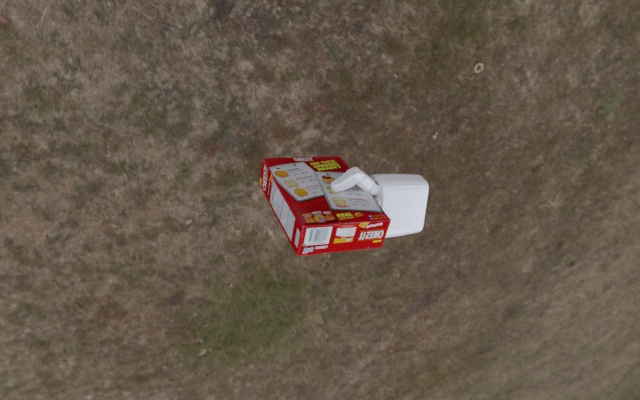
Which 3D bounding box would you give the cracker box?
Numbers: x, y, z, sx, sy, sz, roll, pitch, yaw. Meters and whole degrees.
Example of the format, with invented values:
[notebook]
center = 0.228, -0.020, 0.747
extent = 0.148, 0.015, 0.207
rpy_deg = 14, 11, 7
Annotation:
[cracker box]
center = 0.000, 0.003, 0.854
extent = 0.164, 0.072, 0.213
rpy_deg = -4, 36, -25
